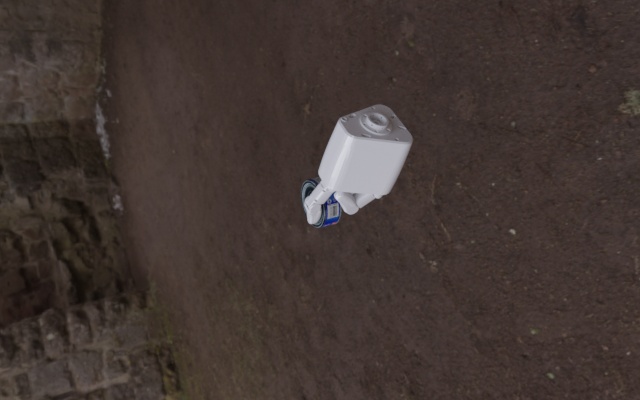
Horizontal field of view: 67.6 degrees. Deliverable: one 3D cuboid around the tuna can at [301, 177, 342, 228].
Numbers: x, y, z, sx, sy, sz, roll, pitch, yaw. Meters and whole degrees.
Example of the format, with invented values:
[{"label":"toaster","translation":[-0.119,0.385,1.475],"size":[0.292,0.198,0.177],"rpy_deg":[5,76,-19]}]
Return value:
[{"label":"tuna can","translation":[0.000,0.003,0.816],"size":[0.034,0.086,0.086],"rpy_deg":[-14,6,-27]}]
